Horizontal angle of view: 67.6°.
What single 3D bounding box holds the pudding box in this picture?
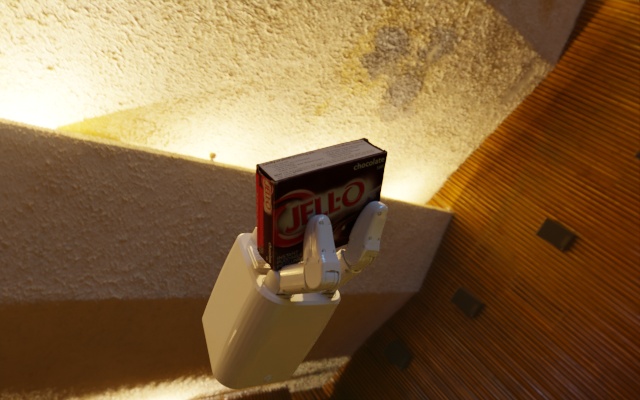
[{"bbox_3d":[0.000,0.001,0.414,0.113,0.090,0.039,-19,42,-30],"label":"pudding box"}]
